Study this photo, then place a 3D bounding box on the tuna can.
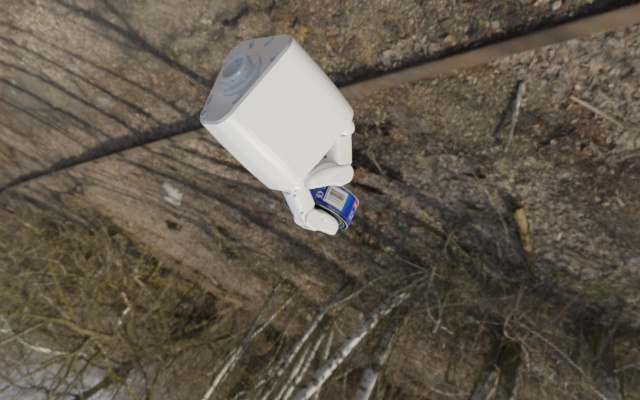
[{"bbox_3d":[0.000,0.002,0.567,0.086,0.033,0.086,22,-18,7],"label":"tuna can"}]
